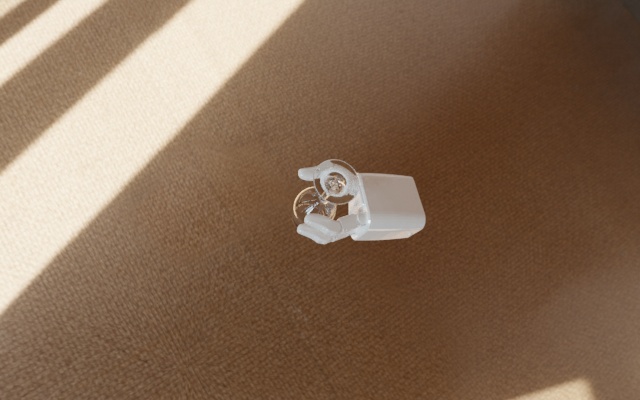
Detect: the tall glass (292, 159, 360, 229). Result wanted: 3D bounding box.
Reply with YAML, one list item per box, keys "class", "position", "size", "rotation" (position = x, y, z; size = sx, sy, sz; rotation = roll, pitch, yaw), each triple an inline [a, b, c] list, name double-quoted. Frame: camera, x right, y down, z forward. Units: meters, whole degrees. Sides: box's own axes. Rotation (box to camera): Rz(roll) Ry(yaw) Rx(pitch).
- class: "tall glass"
  position: [0.000, 0.002, 0.819]
  size: [0.079, 0.079, 0.201]
  rotation: [0, -18, -16]
